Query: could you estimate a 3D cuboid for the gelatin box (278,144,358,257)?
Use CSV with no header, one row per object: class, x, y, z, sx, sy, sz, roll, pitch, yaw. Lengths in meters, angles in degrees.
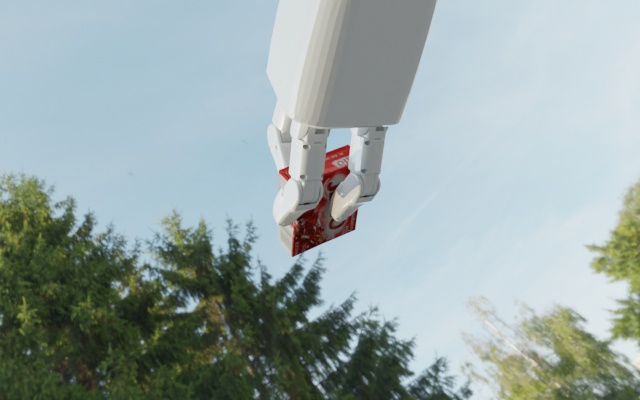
gelatin box,0.000,0.001,0.431,0.073,0.089,0.030,-21,48,-26
